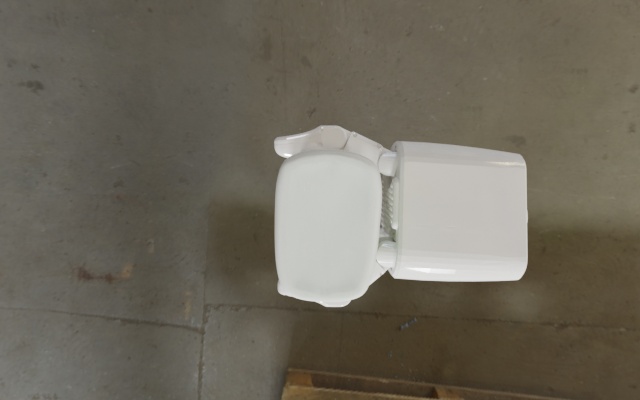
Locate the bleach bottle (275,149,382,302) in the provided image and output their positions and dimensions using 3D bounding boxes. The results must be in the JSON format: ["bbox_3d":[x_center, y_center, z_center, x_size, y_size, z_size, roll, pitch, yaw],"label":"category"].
[{"bbox_3d":[0.000,0.001,0.421,0.068,0.102,0.251,3,8,-2],"label":"bleach bottle"}]
